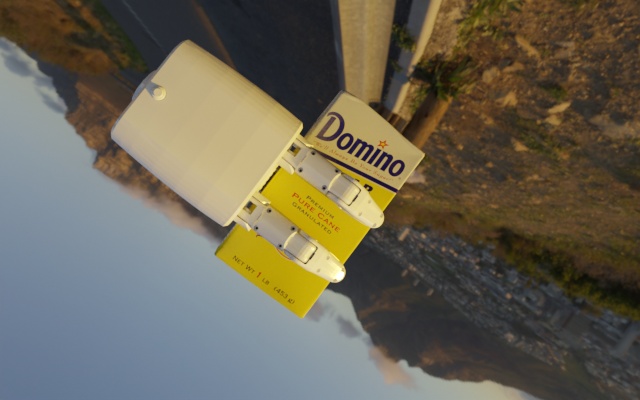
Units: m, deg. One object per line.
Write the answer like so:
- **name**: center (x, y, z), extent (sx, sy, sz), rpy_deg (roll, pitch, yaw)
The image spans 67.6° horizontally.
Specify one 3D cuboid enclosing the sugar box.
- **sugar box**: center (0.000, 0.001, 0.412), extent (0.093, 0.176, 0.048), rpy_deg (37, -3, -8)
